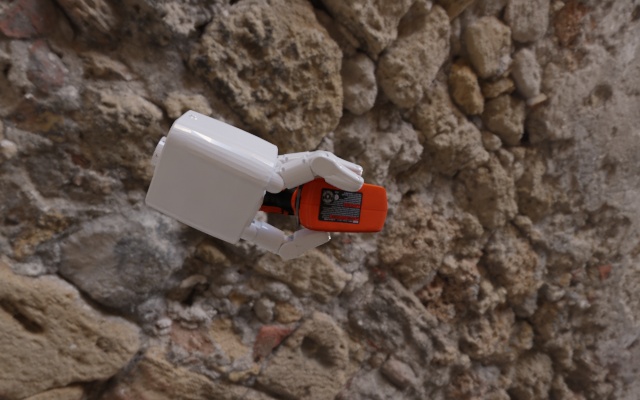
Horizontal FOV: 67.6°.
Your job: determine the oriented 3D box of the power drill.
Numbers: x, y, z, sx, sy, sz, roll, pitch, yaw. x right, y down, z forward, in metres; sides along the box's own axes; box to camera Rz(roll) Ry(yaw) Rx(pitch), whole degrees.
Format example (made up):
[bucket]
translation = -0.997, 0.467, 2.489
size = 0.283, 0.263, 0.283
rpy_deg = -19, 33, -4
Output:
[power drill]
translation = 0.000, 0.002, 0.595
size = 0.184, 0.057, 0.187
rpy_deg = 3, 2, -28
